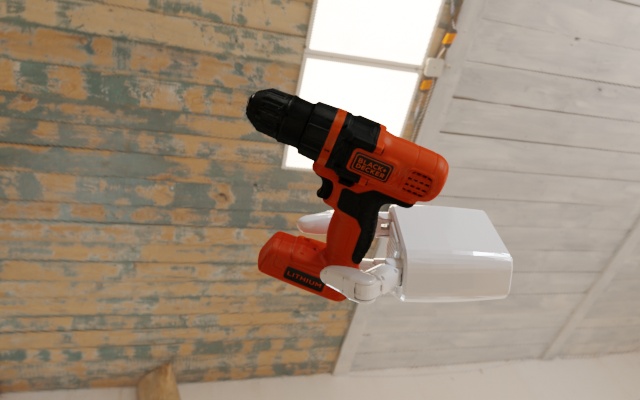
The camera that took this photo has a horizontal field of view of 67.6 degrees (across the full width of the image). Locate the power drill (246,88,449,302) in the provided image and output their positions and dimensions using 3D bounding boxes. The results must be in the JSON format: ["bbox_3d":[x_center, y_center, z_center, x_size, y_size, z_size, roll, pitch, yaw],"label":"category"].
[{"bbox_3d":[0.000,0.002,0.453,0.184,0.188,0.057,23,36,-1],"label":"power drill"}]
